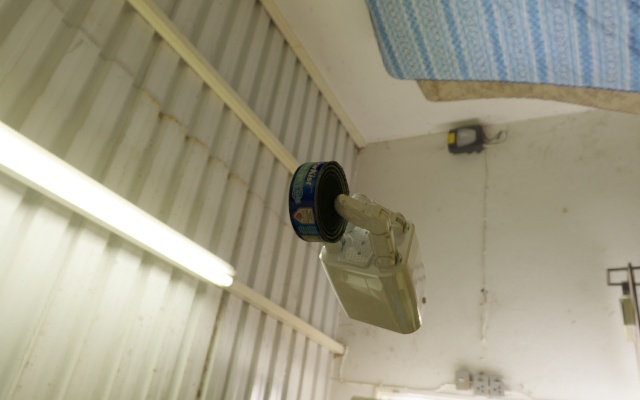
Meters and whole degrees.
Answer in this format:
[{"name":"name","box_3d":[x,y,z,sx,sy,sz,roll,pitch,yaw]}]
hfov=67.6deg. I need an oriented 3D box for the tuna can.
[{"name":"tuna can","box_3d":[0.000,0.002,0.502,0.034,0.086,0.086,-1,0,25]}]
